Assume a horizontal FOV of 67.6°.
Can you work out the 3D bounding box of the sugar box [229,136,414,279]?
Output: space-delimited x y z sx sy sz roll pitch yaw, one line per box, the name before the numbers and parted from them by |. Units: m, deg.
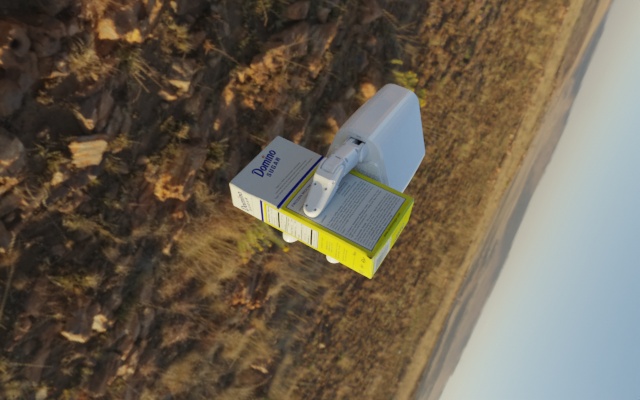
sugar box | 0.000 0.002 0.517 0.176 0.048 0.093 26 54 21
